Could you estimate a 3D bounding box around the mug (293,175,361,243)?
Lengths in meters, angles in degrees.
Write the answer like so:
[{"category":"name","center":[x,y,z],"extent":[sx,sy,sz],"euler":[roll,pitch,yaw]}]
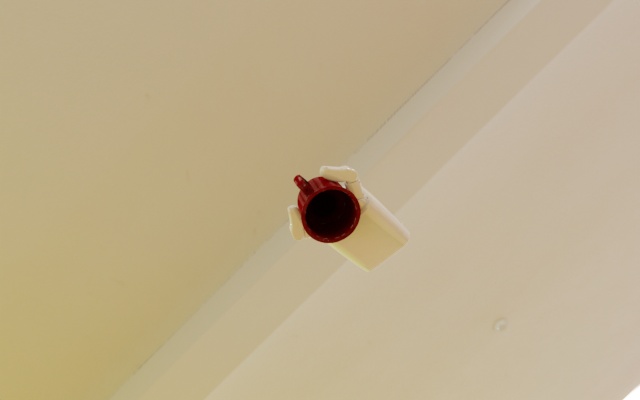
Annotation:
[{"category":"mug","center":[-0.001,0.002,0.756],"extent":[0.117,0.093,0.081],"euler":[41,6,-21]}]
